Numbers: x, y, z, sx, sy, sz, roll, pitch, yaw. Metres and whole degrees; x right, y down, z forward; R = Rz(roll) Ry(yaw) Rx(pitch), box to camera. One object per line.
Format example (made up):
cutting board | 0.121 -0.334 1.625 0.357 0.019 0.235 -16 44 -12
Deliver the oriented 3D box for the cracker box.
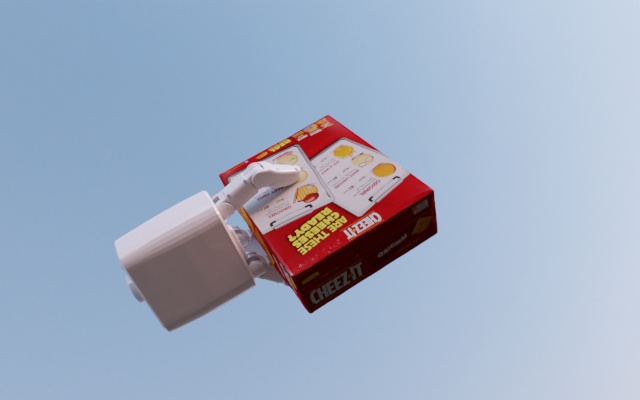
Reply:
cracker box | 0.000 0.002 0.541 0.164 0.072 0.213 -30 41 -13
